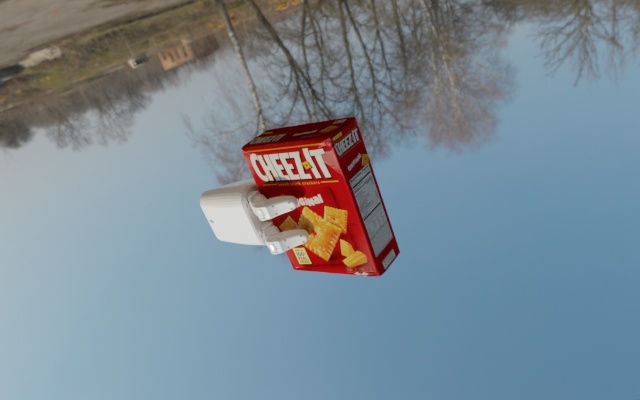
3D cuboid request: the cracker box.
[{"bbox_3d":[0.000,0.002,0.674,0.164,0.214,0.072,-1,30,39],"label":"cracker box"}]
